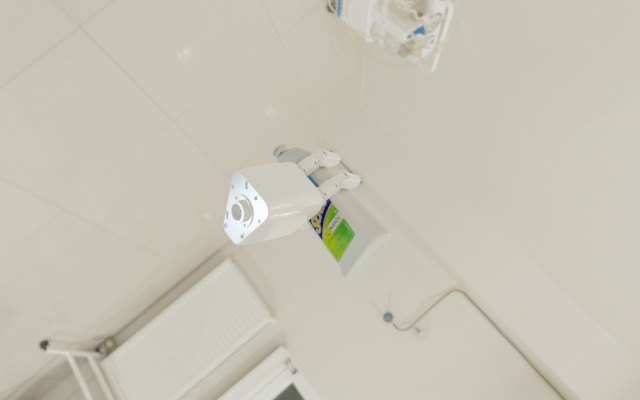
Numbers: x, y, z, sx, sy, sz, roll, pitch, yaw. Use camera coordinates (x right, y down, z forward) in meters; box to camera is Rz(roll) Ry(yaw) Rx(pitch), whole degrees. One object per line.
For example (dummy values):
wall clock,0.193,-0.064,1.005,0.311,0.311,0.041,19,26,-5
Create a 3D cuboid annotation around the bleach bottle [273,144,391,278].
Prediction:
bleach bottle,0.000,0.003,0.790,0.068,0.103,0.250,-13,53,-46
